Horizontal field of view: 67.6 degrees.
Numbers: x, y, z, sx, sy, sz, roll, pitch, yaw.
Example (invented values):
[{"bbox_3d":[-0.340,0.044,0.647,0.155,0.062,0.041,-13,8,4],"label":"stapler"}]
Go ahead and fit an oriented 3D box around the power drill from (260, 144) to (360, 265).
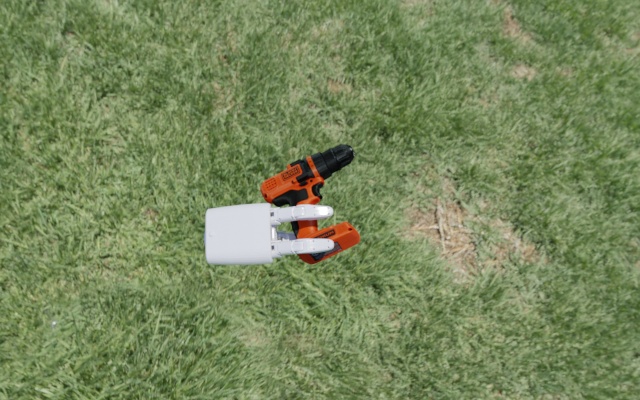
[{"bbox_3d":[0.000,0.003,0.830,0.184,0.187,0.057,-27,-34,6],"label":"power drill"}]
